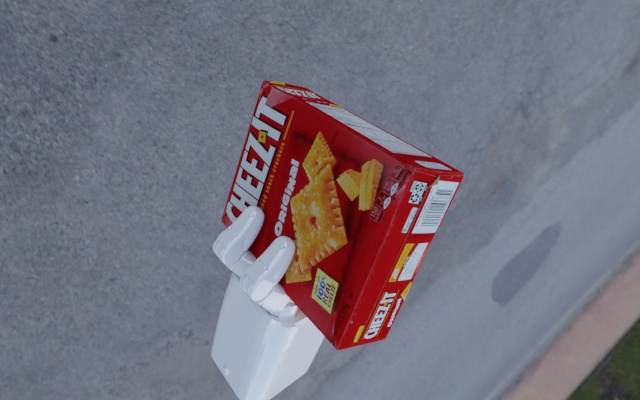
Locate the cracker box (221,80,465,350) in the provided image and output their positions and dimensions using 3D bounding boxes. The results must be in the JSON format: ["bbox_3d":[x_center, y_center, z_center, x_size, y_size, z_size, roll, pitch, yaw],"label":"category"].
[{"bbox_3d":[0.000,0.002,0.442,0.072,0.164,0.213,3,26,-43],"label":"cracker box"}]
